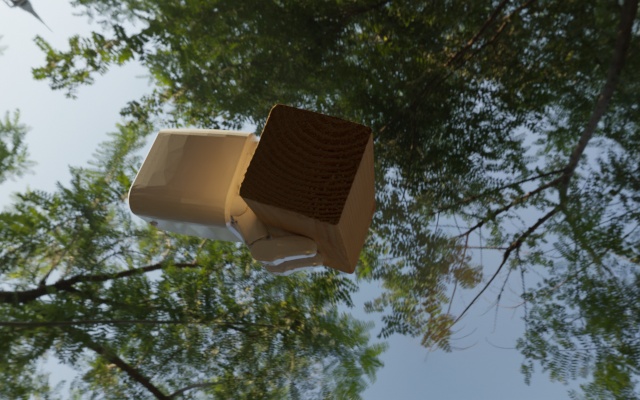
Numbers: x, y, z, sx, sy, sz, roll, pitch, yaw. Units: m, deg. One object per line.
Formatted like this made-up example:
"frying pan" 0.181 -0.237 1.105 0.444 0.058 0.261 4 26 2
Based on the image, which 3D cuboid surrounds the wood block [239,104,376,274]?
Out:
"wood block" 0.000 0.001 0.482 0.090 0.090 0.206 16 -16 12
